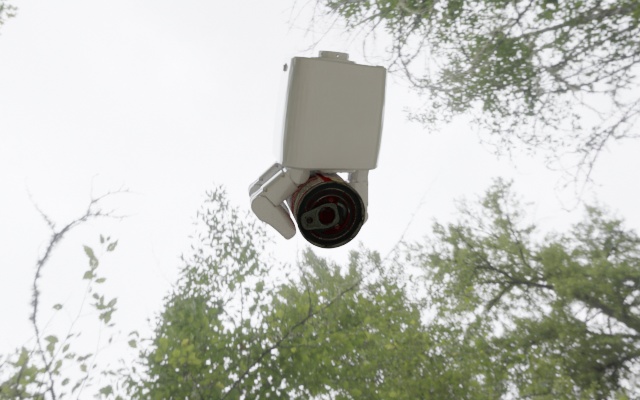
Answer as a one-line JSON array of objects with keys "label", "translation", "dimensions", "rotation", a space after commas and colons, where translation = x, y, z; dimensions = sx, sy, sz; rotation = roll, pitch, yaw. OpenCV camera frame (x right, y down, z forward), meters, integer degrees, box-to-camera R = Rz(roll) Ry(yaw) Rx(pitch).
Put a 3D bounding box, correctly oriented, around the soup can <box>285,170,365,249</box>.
[{"label": "soup can", "translation": [0.000, 0.002, 0.503], "dimensions": [0.068, 0.068, 0.102], "rotation": [0, 15, -12]}]
